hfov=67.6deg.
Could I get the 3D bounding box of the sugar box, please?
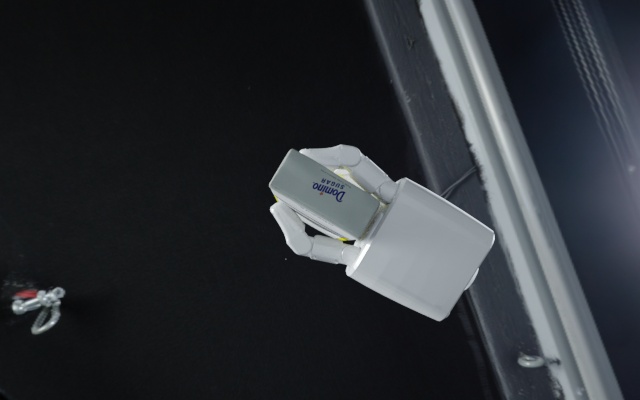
[{"bbox_3d":[0.000,0.001,0.490,0.093,0.048,0.176,31,-8,-1],"label":"sugar box"}]
